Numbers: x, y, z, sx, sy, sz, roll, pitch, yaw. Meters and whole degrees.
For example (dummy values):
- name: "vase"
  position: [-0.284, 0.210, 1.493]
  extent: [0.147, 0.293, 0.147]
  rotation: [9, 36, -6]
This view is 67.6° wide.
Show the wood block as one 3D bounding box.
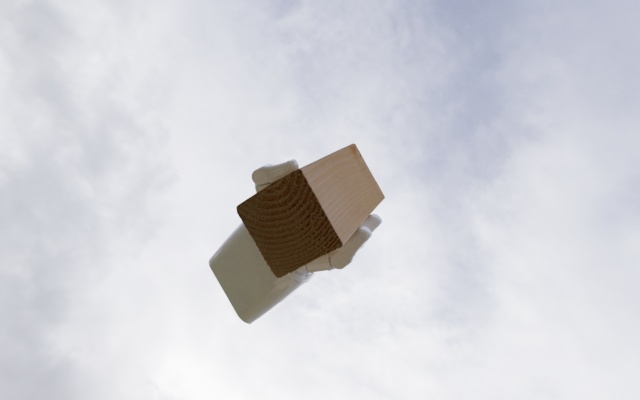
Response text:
- name: "wood block"
  position: [0.000, 0.002, 0.577]
  extent: [0.090, 0.091, 0.206]
  rotation: [-29, 3, 23]
